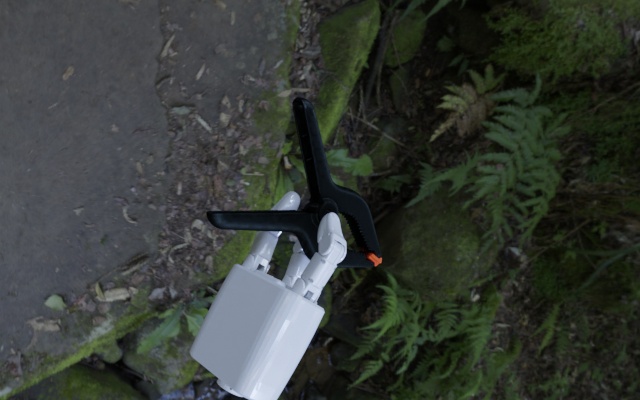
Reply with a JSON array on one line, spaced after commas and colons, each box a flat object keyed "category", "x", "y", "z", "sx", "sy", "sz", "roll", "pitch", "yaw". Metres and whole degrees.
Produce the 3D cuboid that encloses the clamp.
[{"category": "clamp", "x": 0.001, "y": 0.002, "z": 0.531, "sx": 0.210, "sy": 0.164, "sz": 0.036, "roll": 35, "pitch": -11, "yaw": -29}]
